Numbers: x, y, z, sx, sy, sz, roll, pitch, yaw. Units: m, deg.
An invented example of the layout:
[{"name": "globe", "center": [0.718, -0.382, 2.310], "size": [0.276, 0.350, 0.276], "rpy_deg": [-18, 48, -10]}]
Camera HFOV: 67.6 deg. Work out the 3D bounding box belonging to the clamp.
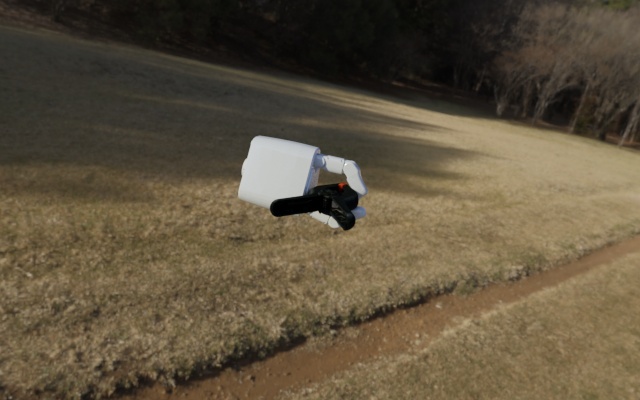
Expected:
[{"name": "clamp", "center": [0.000, 0.002, 0.706], "size": [0.120, 0.039, 0.171], "rpy_deg": [14, 14, 7]}]
